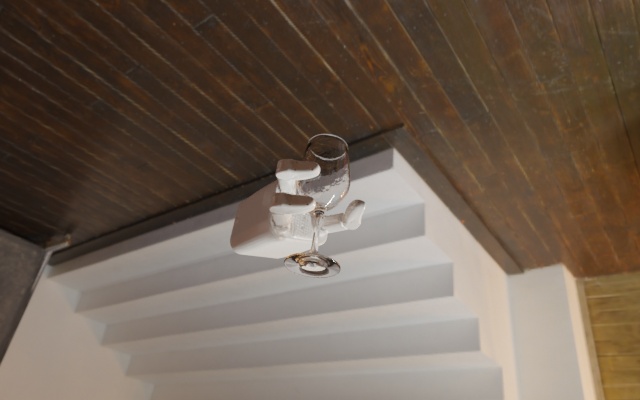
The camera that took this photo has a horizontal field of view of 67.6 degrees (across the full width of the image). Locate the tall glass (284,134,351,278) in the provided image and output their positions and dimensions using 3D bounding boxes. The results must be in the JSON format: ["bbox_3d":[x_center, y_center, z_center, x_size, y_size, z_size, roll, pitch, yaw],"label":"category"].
[{"bbox_3d":[0.000,0.003,0.670,0.079,0.201,0.079,6,-32,4],"label":"tall glass"}]
